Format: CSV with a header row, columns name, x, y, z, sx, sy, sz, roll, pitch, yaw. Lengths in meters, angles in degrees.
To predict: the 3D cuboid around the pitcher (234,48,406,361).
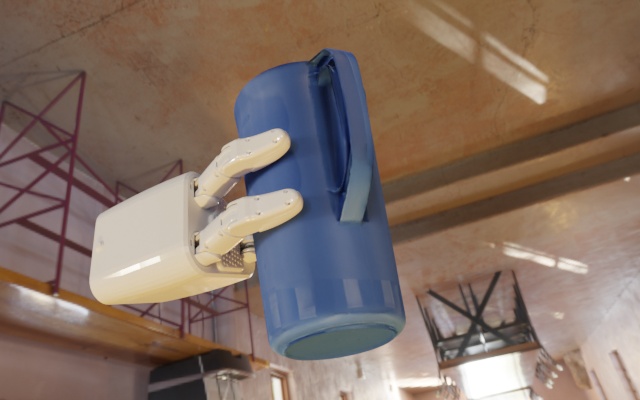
name,x,y,z,sx,sy,sz,roll,pitch,yaw
pitcher,0.000,0.001,0.415,0.145,0.242,0.149,-20,-31,16
